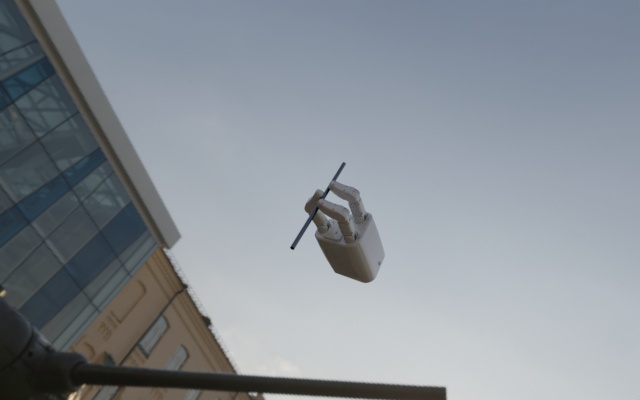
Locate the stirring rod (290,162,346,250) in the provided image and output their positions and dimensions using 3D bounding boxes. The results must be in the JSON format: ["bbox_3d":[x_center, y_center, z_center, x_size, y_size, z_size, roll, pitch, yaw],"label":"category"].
[{"bbox_3d":[0.000,0.003,0.866,0.011,0.011,0.239,0,39,30],"label":"stirring rod"}]
